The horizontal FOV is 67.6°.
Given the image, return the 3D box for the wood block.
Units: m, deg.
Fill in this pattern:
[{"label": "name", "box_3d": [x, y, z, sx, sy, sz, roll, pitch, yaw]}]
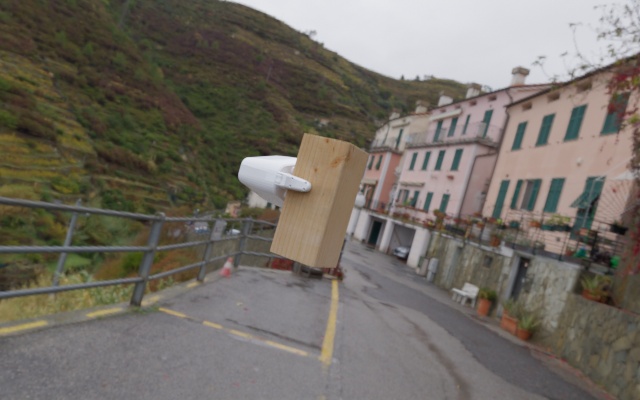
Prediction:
[{"label": "wood block", "box_3d": [0.000, 0.002, 0.808, 0.090, 0.206, 0.091, 16, 0, 28]}]
